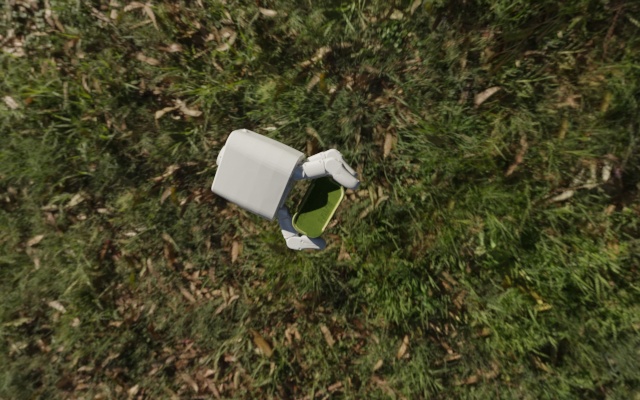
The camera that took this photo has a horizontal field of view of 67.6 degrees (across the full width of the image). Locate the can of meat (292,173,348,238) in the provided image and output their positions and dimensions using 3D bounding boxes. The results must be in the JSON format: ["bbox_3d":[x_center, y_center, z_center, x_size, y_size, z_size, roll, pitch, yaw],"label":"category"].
[{"bbox_3d":[0.000,0.003,0.742,0.057,0.102,0.084,29,12,-1],"label":"can of meat"}]
